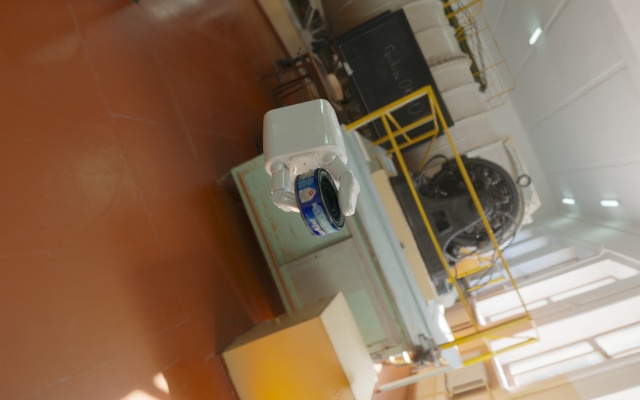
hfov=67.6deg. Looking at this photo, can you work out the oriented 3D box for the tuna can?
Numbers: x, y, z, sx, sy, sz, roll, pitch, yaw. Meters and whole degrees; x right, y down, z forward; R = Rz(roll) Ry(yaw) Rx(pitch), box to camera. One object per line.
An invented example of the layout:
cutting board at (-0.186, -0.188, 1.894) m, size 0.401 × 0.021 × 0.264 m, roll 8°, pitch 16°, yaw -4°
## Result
tuna can at (0.001, 0.002, 0.614) m, size 0.034 × 0.086 × 0.086 m, roll -19°, pitch -6°, yaw 17°
